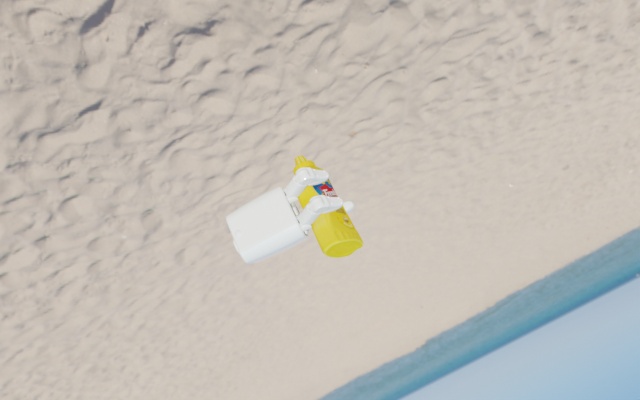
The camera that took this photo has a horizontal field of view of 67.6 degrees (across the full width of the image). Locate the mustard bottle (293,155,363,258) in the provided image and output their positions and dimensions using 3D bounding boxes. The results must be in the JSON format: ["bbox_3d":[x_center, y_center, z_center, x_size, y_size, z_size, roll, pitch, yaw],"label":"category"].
[{"bbox_3d":[0.001,0.003,0.814,0.058,0.191,0.096,-38,-26,23],"label":"mustard bottle"}]
